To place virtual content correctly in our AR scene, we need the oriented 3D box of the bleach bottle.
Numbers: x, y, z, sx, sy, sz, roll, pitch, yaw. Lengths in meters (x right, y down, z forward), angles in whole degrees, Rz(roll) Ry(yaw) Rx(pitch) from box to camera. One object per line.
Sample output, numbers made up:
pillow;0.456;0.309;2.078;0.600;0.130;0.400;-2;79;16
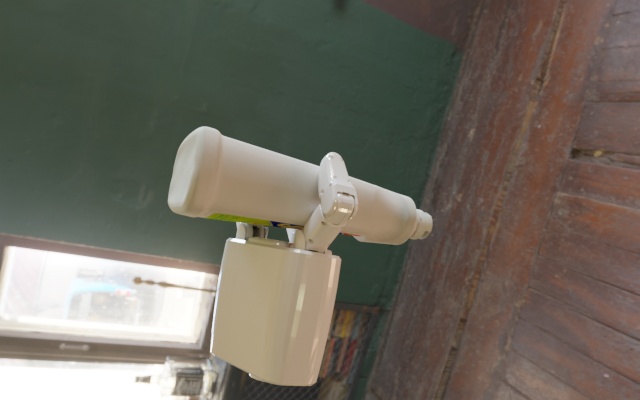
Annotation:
bleach bottle;0.000;0.001;0.431;0.251;0.068;0.102;12;-8;-26
